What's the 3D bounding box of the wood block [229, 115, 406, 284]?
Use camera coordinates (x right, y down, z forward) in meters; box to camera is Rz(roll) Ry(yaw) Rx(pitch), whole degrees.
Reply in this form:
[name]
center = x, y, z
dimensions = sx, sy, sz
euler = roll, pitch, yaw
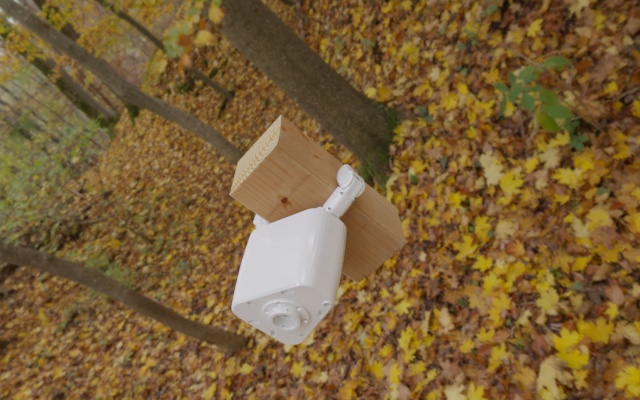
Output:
[wood block]
center = 0.000, 0.002, 0.605
dimensions = 0.206, 0.091, 0.090
euler = 37, 25, -22
